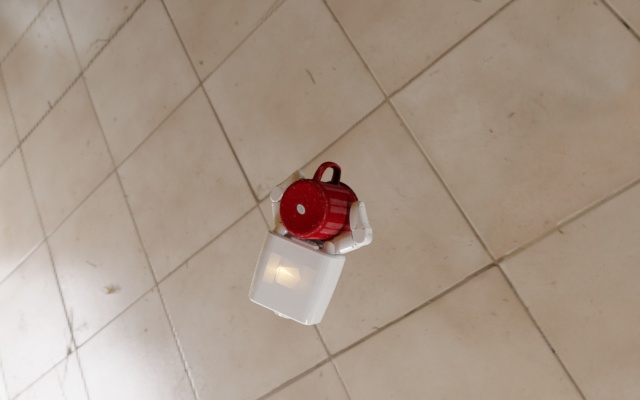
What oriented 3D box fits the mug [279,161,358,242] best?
[{"bbox_3d":[0.001,0.001,0.670,0.093,0.117,0.081,22,7,31],"label":"mug"}]
